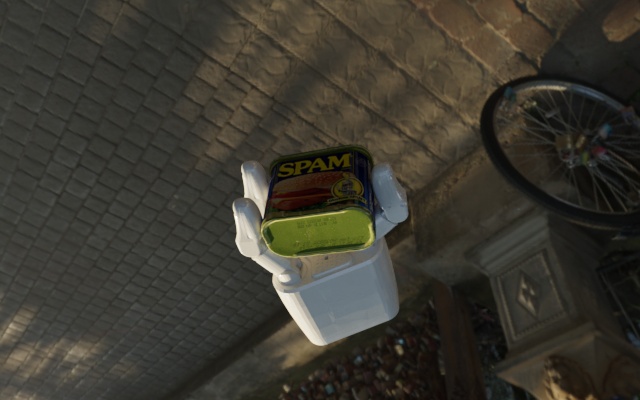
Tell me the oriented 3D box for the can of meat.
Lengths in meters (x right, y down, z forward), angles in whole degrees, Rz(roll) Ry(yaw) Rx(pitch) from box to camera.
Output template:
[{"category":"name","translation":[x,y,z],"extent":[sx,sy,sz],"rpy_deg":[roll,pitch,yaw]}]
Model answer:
[{"category":"can of meat","translation":[0.000,0.002,0.432],"extent":[0.102,0.057,0.083],"rpy_deg":[-8,42,11]}]
